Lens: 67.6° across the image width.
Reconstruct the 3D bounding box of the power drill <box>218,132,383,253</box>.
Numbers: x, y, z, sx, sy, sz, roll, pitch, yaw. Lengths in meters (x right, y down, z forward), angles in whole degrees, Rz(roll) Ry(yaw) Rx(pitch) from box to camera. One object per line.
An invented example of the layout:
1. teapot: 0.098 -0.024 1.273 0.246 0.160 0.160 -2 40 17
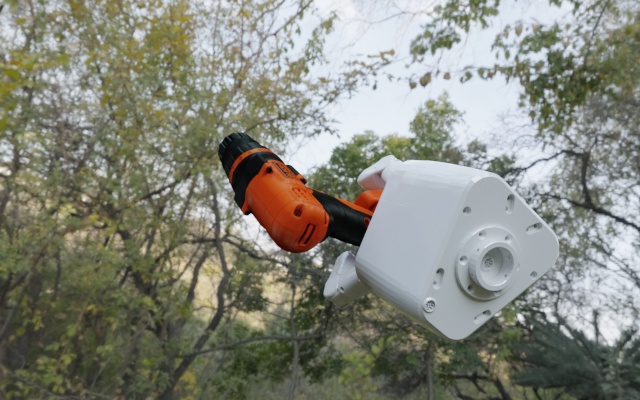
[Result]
1. power drill: 0.001 0.002 0.467 0.188 0.057 0.184 16 20 -36
